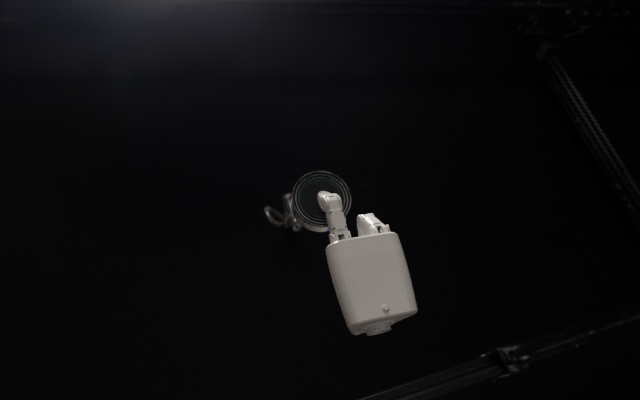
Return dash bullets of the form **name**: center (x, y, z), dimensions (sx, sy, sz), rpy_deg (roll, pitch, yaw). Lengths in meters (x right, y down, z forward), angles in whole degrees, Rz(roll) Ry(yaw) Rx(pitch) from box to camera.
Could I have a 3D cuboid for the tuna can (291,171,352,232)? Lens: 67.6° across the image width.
- **tuna can**: center (0.000, 0.002, 0.695), dimensions (0.086, 0.086, 0.034), rpy_deg (0, -22, -8)
